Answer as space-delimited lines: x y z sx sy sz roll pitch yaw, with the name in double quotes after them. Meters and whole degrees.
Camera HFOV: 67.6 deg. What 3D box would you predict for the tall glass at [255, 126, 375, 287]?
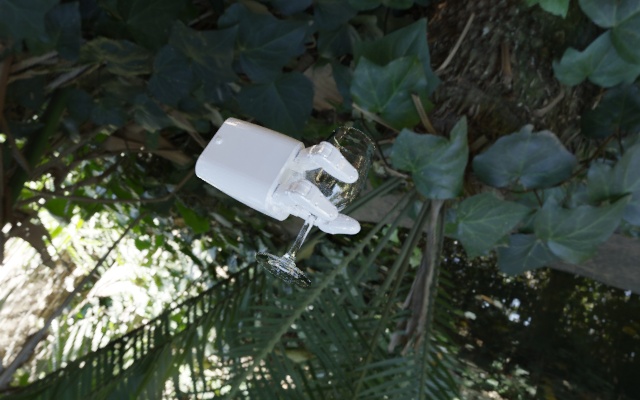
0.000 0.003 0.594 0.079 0.201 0.079 24 -24 12 "tall glass"
